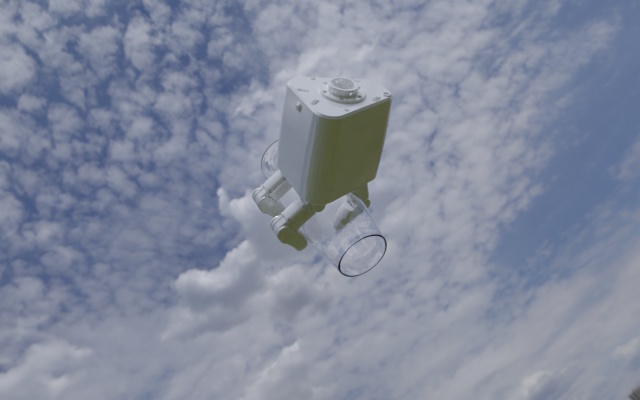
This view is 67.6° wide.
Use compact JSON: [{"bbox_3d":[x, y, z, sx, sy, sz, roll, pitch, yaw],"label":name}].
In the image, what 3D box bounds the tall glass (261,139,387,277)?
[{"bbox_3d":[0.000,0.002,0.583,0.079,0.079,0.201,0,37,-36],"label":"tall glass"}]
